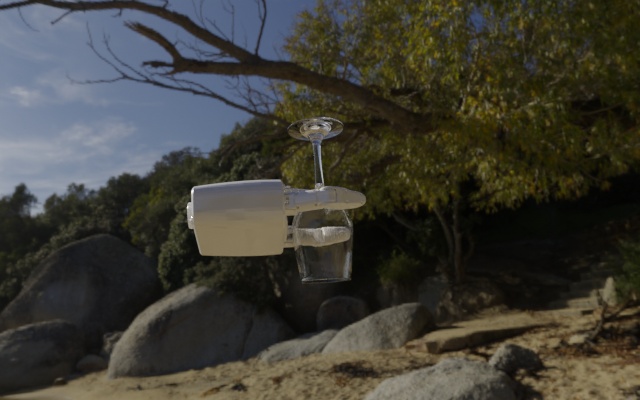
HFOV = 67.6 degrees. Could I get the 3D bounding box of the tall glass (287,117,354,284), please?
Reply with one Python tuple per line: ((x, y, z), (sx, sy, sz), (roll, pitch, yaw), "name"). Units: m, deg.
((0.000, 0.001, 0.605), (0.079, 0.201, 0.079), (-4, -14, -1), "tall glass")
